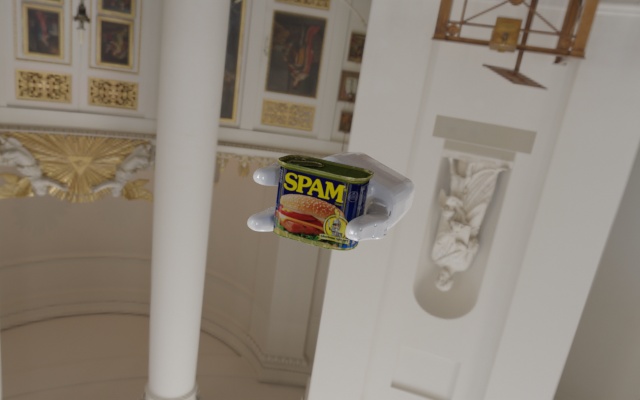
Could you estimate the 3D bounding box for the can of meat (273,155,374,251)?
[{"bbox_3d":[0.000,0.002,0.525,0.102,0.084,0.057,14,17,19],"label":"can of meat"}]
